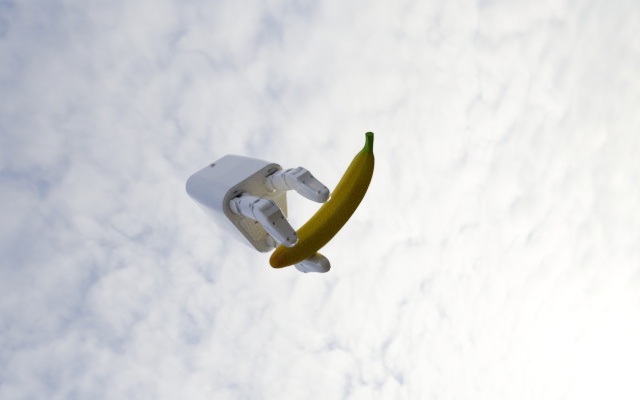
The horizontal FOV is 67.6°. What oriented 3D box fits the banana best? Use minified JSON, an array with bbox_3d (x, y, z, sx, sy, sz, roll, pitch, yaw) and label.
[{"bbox_3d":[0.011,0.009,0.575,0.037,0.197,0.070,24,-17,42],"label":"banana"}]
